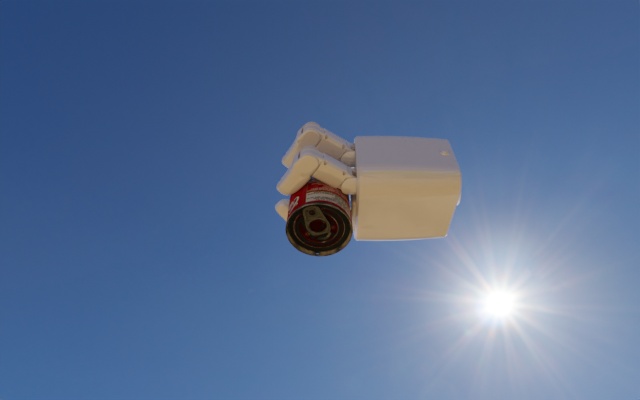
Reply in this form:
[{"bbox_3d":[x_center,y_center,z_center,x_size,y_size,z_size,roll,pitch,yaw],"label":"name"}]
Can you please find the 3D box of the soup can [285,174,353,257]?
[{"bbox_3d":[0.000,0.002,0.520,0.068,0.069,0.102,0,35,2],"label":"soup can"}]
